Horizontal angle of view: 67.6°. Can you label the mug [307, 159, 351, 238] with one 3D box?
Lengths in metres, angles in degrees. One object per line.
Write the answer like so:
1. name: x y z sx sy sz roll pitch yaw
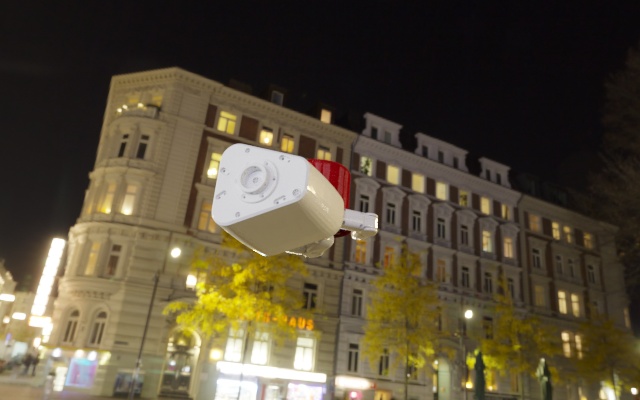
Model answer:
1. mug: 0.001 0.002 0.633 0.093 0.081 0.117 -2 -21 18
